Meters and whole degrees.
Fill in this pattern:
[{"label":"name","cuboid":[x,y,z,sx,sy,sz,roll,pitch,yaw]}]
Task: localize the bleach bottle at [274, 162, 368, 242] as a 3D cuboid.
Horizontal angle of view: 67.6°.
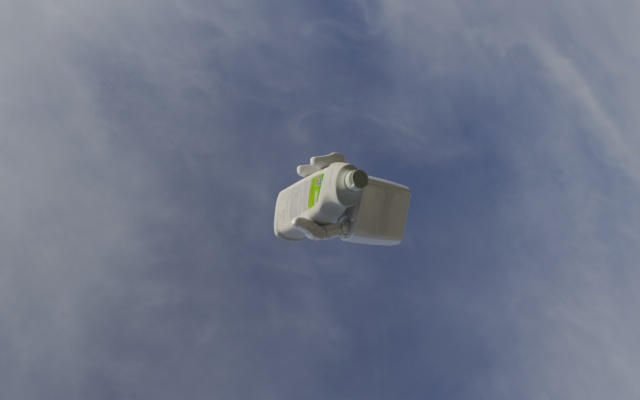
[{"label":"bleach bottle","cuboid":[0.000,0.003,0.803,0.068,0.102,0.251,10,-17,-26]}]
